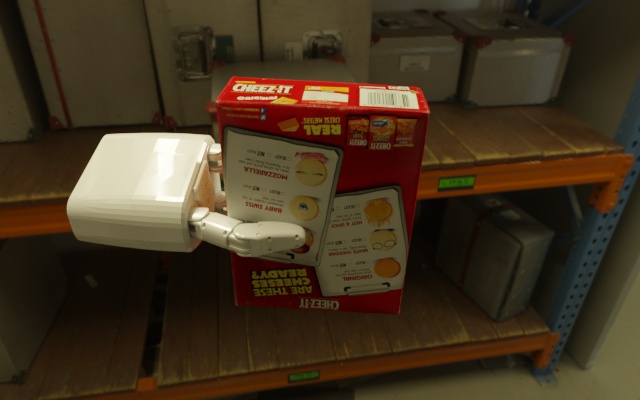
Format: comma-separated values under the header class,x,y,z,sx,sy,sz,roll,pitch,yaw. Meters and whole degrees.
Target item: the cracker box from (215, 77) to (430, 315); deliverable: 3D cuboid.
class,x,y,z,sx,sy,sz,roll,pitch,yaw
cracker box,0.000,0.001,0.438,0.164,0.214,0.072,3,33,3
